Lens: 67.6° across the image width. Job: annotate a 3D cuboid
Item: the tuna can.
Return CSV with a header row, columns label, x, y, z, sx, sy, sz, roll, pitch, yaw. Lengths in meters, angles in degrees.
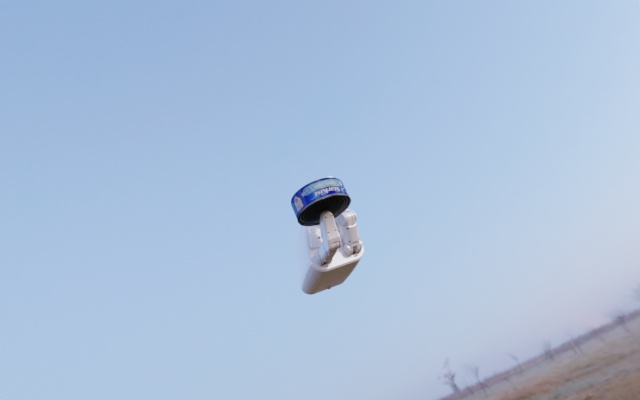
label,x,y,z,sx,sy,sz,roll,pitch,yaw
tuna can,0.000,0.002,0.713,0.086,0.033,0.086,-20,-25,-10
